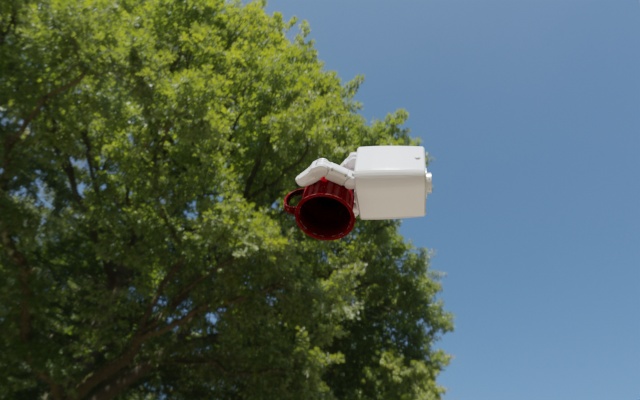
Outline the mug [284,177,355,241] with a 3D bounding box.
[{"bbox_3d":[-0.001,0.002,0.760,0.117,0.093,0.081,0,38,10],"label":"mug"}]
